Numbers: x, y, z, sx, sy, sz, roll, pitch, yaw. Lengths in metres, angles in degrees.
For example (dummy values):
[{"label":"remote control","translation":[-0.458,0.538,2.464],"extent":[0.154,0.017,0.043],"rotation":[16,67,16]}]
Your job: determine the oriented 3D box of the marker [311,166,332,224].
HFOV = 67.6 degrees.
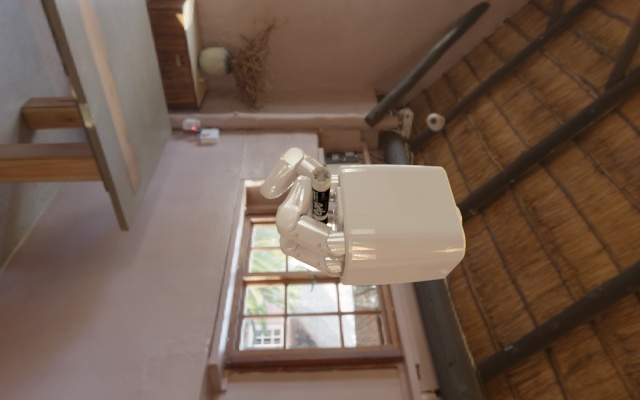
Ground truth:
[{"label":"marker","translation":[0.000,0.002,0.478],"extent":[0.020,0.020,0.121],"rotation":[0,-24,-1]}]
